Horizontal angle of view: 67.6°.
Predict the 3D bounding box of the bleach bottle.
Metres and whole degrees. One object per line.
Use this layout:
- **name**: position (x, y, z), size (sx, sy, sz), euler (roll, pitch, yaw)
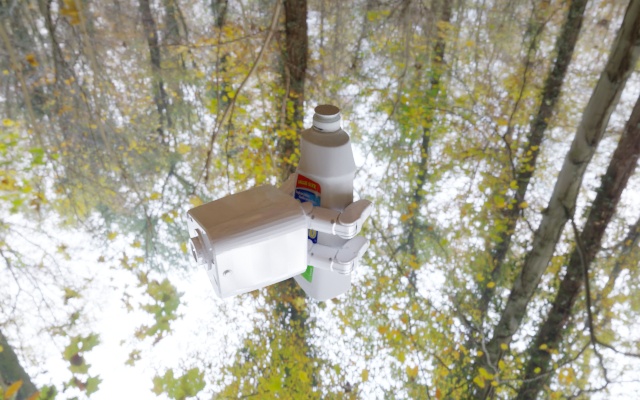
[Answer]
- **bleach bottle**: position (0.000, 0.002, 0.583), size (0.068, 0.251, 0.102), euler (-17, 39, -24)
